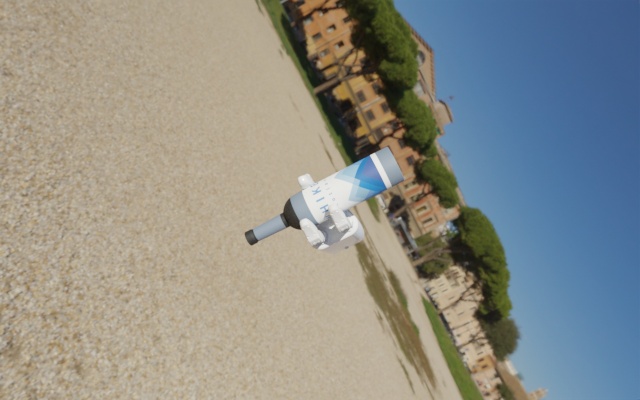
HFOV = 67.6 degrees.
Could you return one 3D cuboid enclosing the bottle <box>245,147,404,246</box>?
[{"bbox_3d":[0.000,0.003,0.842,0.296,0.069,0.069,-27,-3,6],"label":"bottle"}]
